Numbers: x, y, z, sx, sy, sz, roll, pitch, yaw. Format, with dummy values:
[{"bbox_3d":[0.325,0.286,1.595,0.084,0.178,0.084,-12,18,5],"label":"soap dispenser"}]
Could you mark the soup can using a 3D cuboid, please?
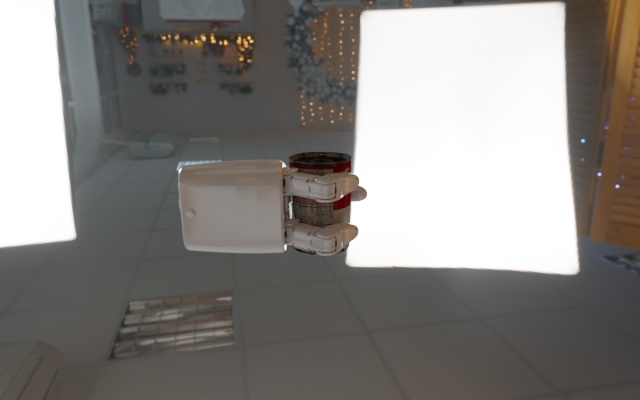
[{"bbox_3d":[0.001,0.002,0.530,0.068,0.102,0.068,-1,15,0],"label":"soup can"}]
